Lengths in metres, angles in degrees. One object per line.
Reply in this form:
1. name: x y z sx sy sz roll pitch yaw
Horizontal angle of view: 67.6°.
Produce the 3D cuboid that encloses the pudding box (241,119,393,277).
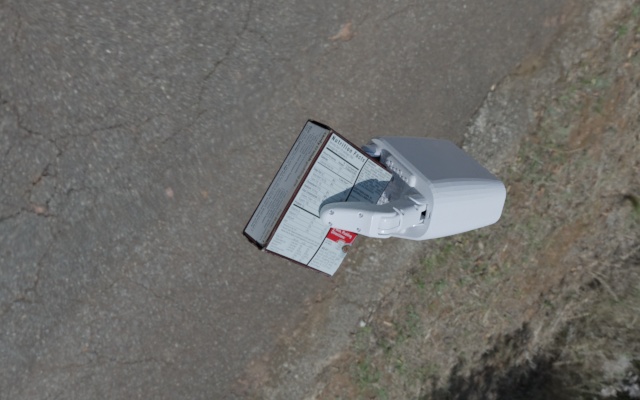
1. pudding box: 0.000 0.001 0.408 0.090 0.113 0.039 29 0 -42
